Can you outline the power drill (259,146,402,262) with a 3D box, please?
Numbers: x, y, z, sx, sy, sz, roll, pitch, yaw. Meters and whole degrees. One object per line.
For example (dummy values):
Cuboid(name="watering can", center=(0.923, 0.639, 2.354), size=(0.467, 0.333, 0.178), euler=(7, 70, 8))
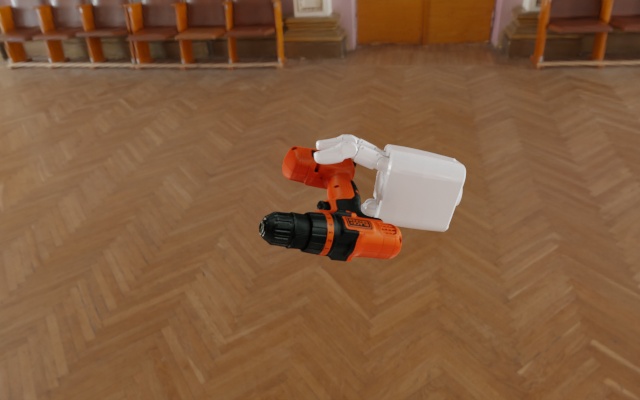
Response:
Cuboid(name="power drill", center=(0.000, 0.002, 0.636), size=(0.184, 0.057, 0.187), euler=(10, 36, -23))
